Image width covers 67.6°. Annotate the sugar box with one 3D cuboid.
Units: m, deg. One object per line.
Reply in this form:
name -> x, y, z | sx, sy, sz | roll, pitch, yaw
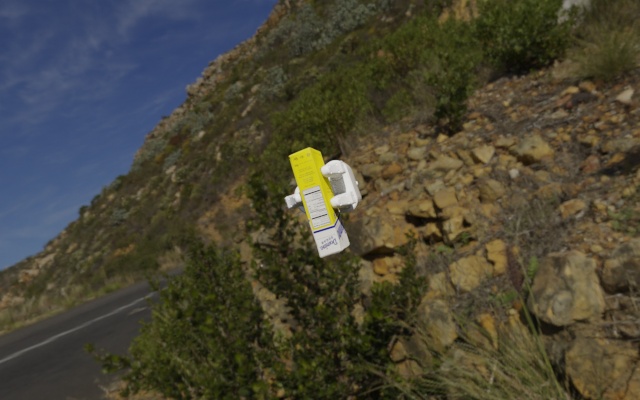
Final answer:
sugar box -> 0.001, 0.002, 0.811 | 0.048, 0.176, 0.093 | -21, -2, 11
